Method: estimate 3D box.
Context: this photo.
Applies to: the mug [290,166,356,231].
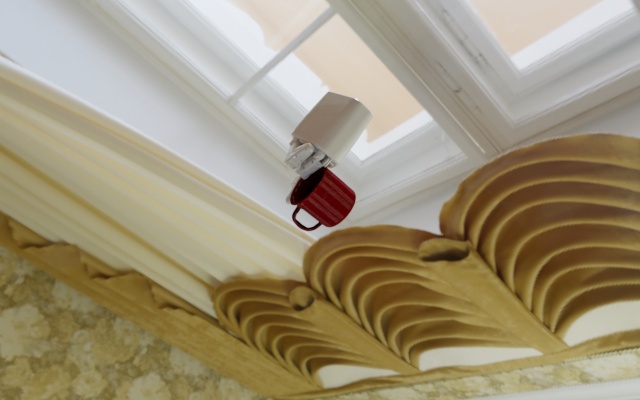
[{"bbox_3d":[-0.001,0.004,0.830,0.081,0.117,0.093,39,-4,-22],"label":"mug"}]
